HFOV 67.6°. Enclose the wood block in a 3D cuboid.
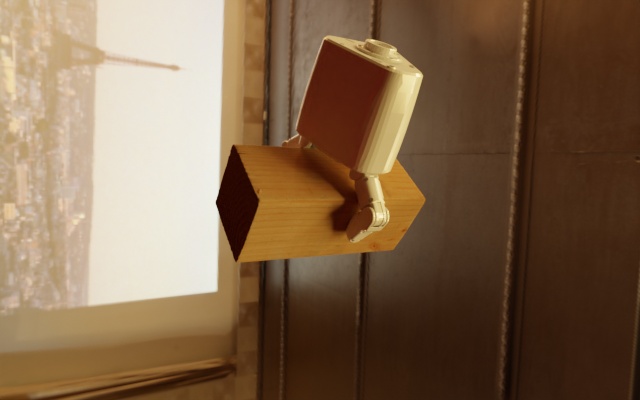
[{"bbox_3d":[0.000,0.002,0.538,0.206,0.090,0.090,-1,44,-31],"label":"wood block"}]
